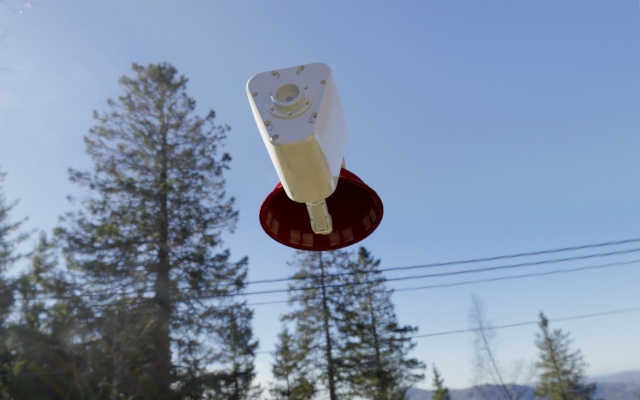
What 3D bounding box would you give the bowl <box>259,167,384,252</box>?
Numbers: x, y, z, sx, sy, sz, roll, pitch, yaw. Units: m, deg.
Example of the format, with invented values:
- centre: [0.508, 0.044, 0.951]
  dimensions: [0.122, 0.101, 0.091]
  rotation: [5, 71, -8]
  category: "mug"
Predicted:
- centre: [0.000, 0.003, 0.634]
  dimensions: [0.162, 0.055, 0.162]
  rotation: [-2, -39, -2]
  category: "bowl"
